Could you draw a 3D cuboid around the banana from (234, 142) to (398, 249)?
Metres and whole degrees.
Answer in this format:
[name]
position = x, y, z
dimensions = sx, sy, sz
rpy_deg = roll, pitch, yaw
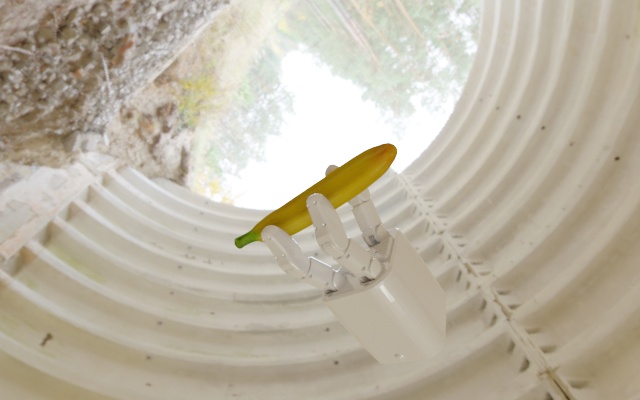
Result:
[banana]
position = 0.002, -0.001, 0.501
dimensions = 0.198, 0.037, 0.069
rpy_deg = -33, 5, 19
